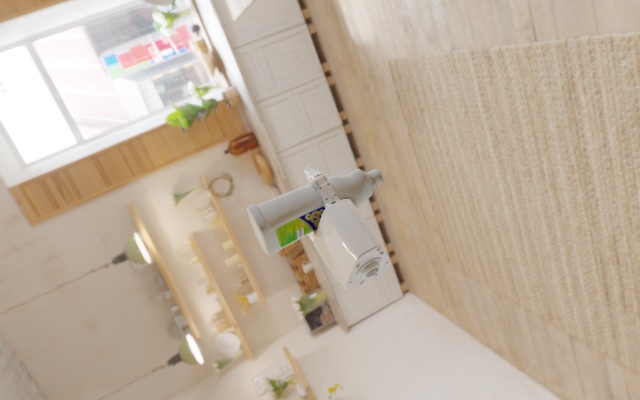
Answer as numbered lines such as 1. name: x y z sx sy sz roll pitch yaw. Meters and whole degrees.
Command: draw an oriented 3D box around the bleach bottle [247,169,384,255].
1. bleach bottle: 0.000 0.003 0.851 0.251 0.068 0.103 -26 -33 -14
